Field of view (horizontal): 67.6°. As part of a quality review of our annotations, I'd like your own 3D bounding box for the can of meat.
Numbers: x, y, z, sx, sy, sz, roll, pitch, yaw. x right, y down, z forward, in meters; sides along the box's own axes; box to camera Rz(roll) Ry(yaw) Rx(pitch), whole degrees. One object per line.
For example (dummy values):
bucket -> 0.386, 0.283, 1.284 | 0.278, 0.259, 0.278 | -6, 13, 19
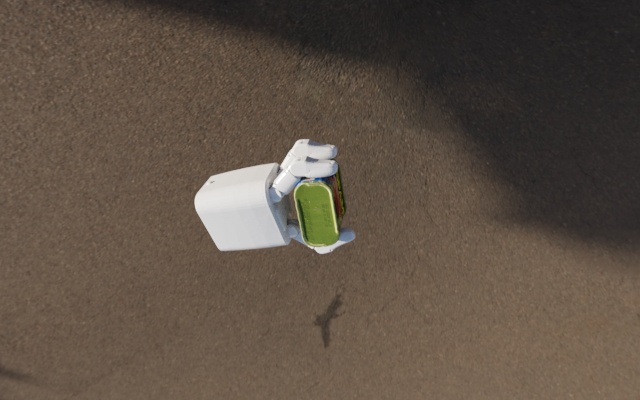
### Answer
can of meat -> 0.000, 0.002, 0.659 | 0.057, 0.102, 0.084 | -6, 25, 11
